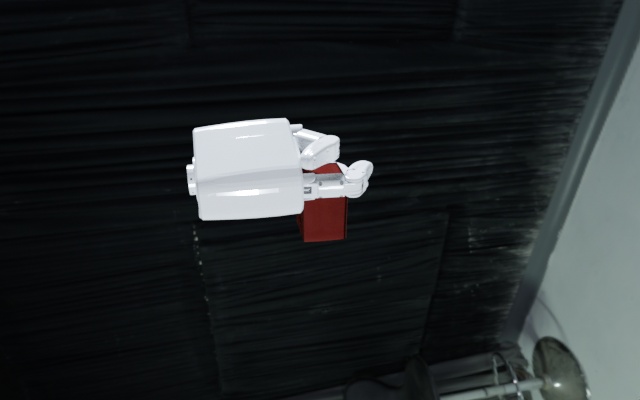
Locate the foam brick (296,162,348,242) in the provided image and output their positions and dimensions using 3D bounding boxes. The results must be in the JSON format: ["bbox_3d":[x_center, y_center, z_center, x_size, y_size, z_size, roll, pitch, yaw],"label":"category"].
[{"bbox_3d":[0.000,0.002,0.555,0.051,0.078,0.053,-6,31,-12],"label":"foam brick"}]
